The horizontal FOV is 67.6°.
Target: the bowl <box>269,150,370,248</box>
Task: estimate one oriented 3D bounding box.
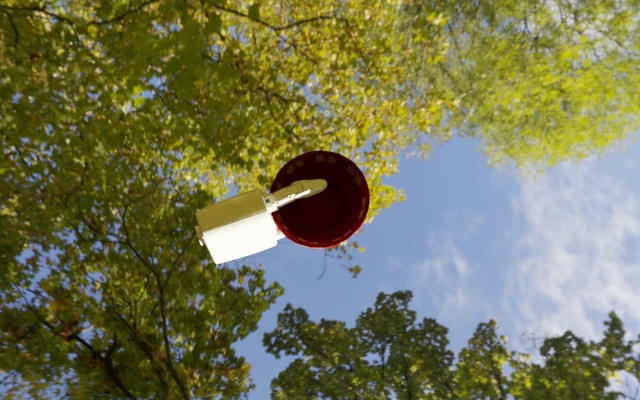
[{"bbox_3d":[0.001,0.002,0.781,0.162,0.162,0.055,0,-15,6],"label":"bowl"}]
